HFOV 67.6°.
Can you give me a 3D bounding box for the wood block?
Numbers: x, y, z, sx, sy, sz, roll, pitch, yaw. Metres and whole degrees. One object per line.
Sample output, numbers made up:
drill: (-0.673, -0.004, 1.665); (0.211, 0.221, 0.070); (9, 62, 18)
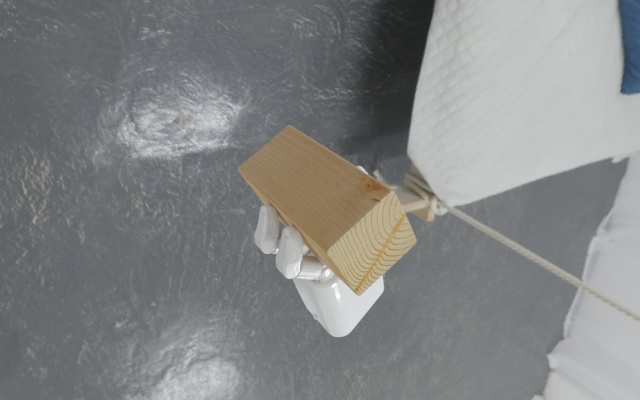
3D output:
wood block: (0.001, 0.002, 0.553); (0.206, 0.091, 0.090); (38, -14, 47)
